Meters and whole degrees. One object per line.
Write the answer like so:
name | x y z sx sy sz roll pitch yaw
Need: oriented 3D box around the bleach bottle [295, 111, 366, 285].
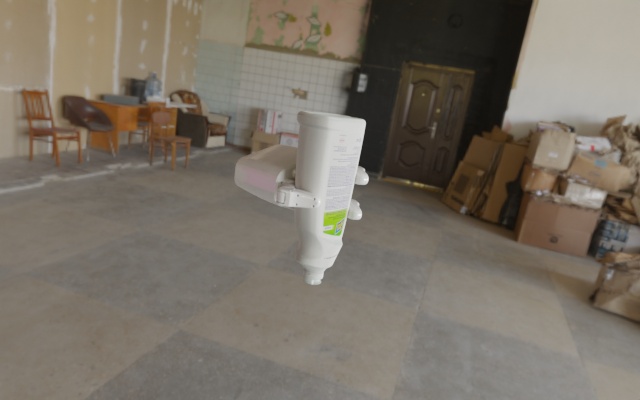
bleach bottle | 0.000 0.002 0.691 0.068 0.251 0.102 20 17 40
